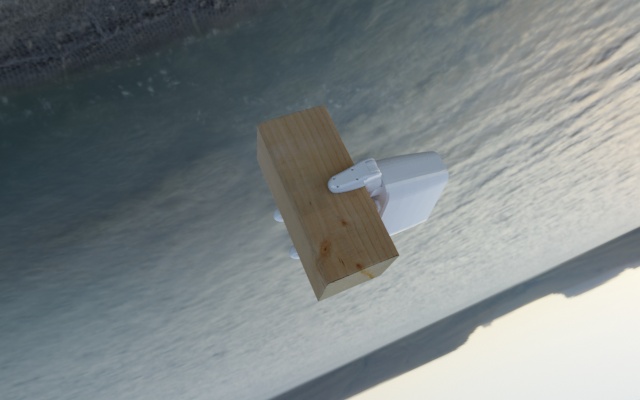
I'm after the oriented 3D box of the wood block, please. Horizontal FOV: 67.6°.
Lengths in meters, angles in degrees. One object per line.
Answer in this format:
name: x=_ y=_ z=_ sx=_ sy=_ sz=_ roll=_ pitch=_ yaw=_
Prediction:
wood block: x=0.001 y=0.002 z=0.576 sx=0.090 sy=0.206 sz=0.091 roll=-20 pitch=-19 yaw=-16
